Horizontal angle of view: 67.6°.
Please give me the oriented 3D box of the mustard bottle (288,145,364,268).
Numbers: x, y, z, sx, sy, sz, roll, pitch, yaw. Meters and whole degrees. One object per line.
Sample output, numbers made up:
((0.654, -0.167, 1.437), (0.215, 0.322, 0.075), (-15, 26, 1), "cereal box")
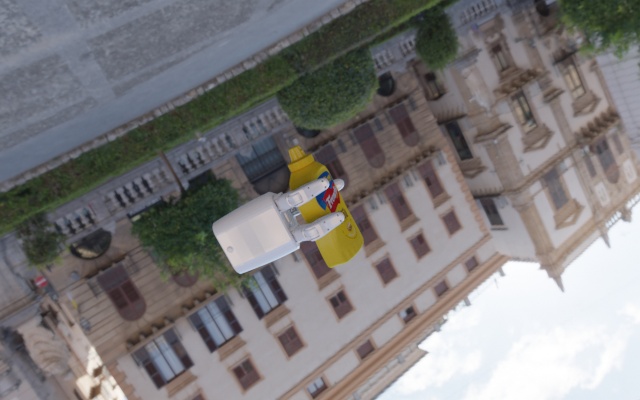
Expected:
((0.001, 0.003, 0.752), (0.058, 0.191, 0.096), (-21, 11, 30), "mustard bottle")
